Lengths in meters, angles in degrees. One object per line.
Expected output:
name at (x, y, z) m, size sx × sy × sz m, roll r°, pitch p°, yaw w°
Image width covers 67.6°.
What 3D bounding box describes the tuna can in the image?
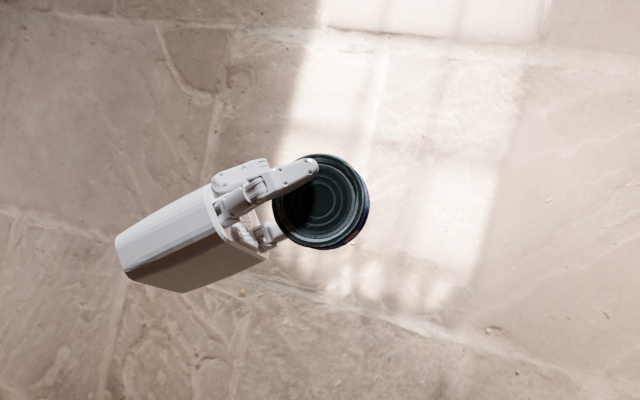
tuna can at (0.000, 0.001, 0.428) m, size 0.086 × 0.086 × 0.034 m, roll 0°, pitch -7°, yaw 13°
